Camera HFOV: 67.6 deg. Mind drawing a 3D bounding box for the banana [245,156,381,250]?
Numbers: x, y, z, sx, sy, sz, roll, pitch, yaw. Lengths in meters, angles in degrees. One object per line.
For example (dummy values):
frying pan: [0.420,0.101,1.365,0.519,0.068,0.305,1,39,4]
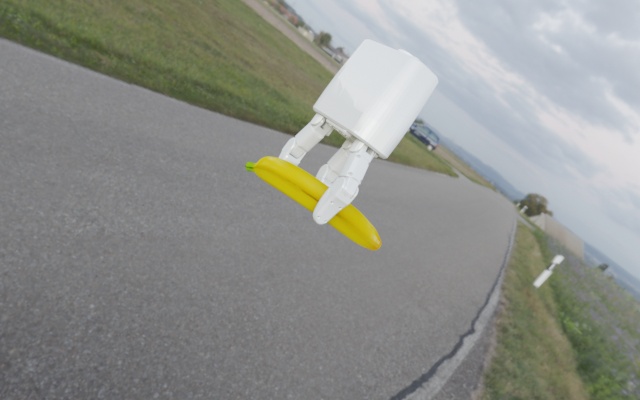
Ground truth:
banana: [-0.001,0.000,0.572,0.198,0.037,0.069,34,-3,-4]
